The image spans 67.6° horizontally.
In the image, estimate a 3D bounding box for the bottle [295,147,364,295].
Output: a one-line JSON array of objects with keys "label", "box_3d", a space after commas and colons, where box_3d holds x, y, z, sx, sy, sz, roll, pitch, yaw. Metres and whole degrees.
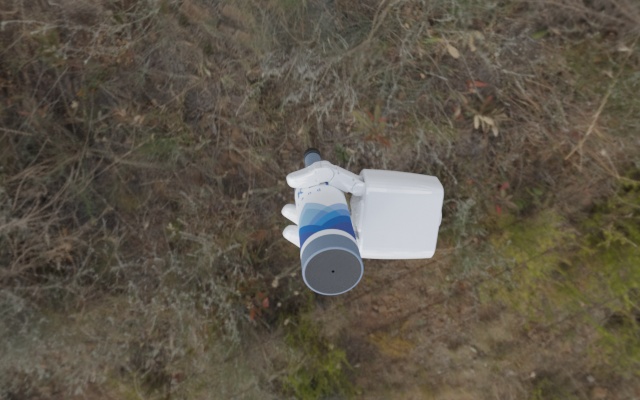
[{"label": "bottle", "box_3d": [0.000, 0.002, 0.639, 0.069, 0.069, 0.295, 0, 31, -6]}]
